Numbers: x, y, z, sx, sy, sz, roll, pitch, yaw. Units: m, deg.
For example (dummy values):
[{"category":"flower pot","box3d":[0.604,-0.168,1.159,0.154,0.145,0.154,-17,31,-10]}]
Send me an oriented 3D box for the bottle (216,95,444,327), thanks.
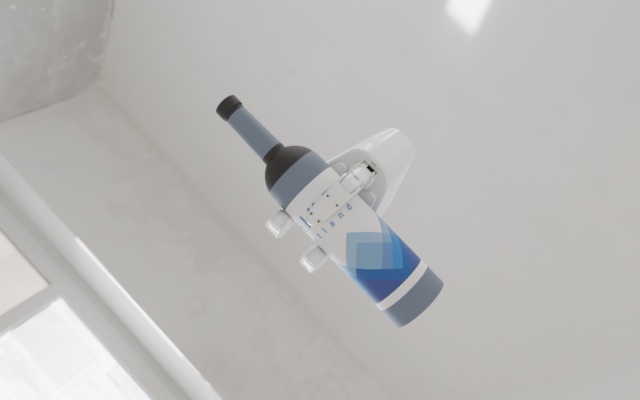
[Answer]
[{"category":"bottle","box3d":[0.000,0.002,0.501,0.069,0.295,0.069,-44,-4,-4]}]
